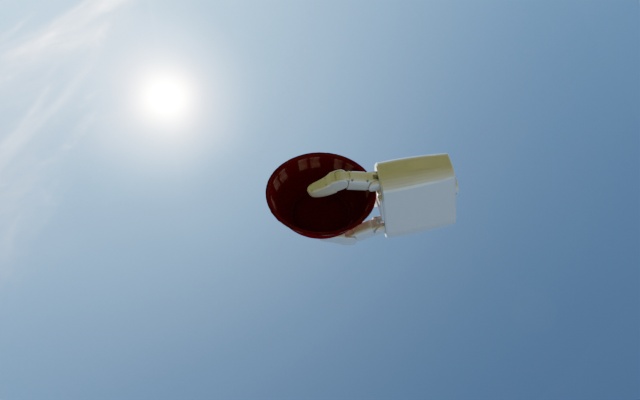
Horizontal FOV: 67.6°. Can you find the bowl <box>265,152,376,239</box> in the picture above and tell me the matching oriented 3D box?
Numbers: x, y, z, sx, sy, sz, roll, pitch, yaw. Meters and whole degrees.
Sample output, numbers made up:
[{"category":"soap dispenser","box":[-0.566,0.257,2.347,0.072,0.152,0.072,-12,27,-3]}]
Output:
[{"category":"bowl","box":[-0.001,0.002,0.714,0.162,0.162,0.055,0,-40,-2]}]
